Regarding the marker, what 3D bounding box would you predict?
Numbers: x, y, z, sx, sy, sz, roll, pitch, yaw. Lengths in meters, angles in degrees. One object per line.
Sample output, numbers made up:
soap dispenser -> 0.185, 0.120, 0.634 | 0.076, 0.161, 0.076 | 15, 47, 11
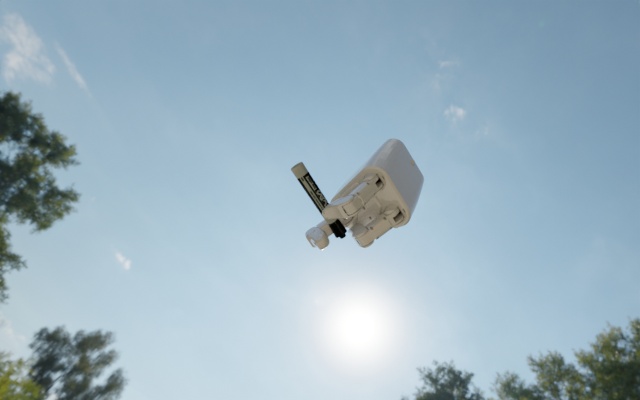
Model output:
marker -> 0.000, 0.002, 0.648 | 0.020, 0.121, 0.020 | -31, 15, 9
